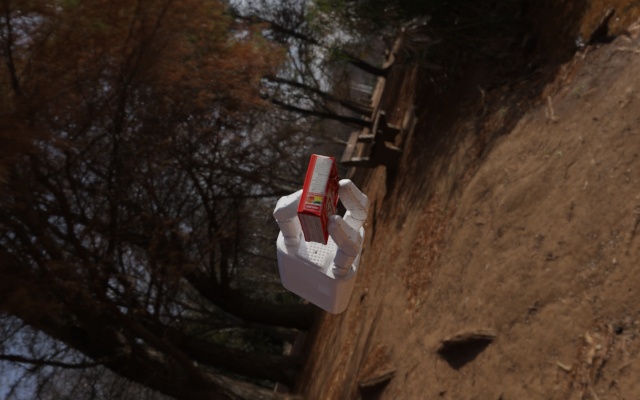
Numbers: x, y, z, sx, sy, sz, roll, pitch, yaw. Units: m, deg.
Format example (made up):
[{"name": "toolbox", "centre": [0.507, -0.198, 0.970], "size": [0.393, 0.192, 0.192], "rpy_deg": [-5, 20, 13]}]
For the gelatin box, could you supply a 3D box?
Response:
[{"name": "gelatin box", "centre": [0.000, 0.002, 0.548], "size": [0.030, 0.073, 0.089], "rpy_deg": [10, -25, 10]}]
